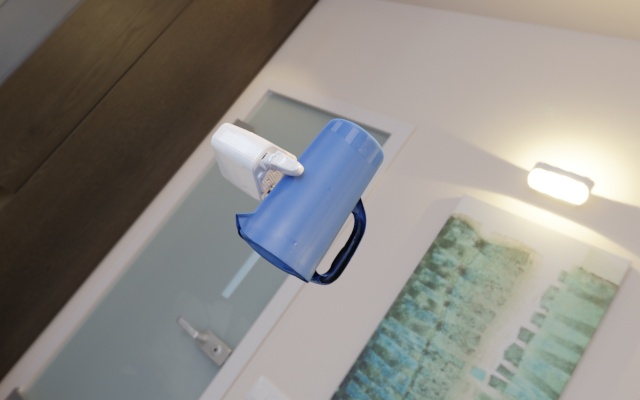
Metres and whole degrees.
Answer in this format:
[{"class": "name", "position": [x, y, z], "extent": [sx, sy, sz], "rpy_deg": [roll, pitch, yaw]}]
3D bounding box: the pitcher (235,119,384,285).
[{"class": "pitcher", "position": [0.000, 0.002, 0.744], "extent": [0.145, 0.243, 0.149], "rpy_deg": [29, -14, 28]}]
